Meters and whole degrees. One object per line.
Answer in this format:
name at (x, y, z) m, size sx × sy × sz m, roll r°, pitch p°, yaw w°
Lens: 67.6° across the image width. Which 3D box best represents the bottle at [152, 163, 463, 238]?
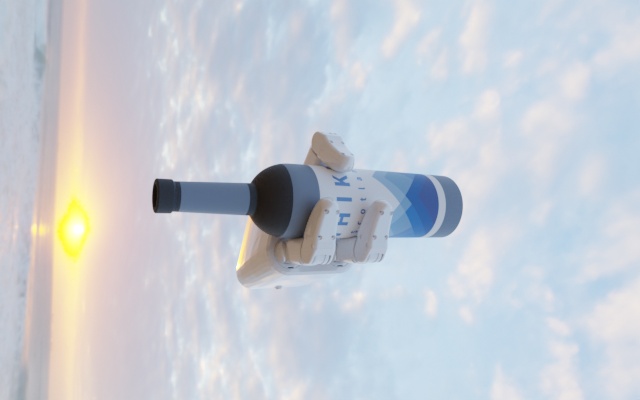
bottle at (0.000, 0.001, 0.442) m, size 0.296 × 0.069 × 0.069 m, roll 2°, pitch -1°, yaw -29°
